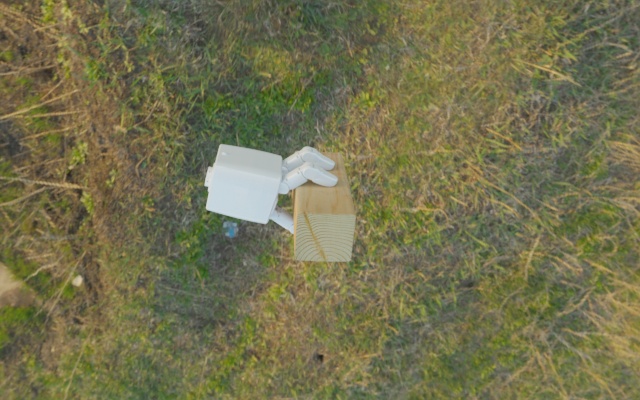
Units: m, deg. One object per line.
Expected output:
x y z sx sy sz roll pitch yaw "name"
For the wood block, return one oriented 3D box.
0.000 0.003 0.806 0.090 0.091 0.206 2 32 -5 "wood block"
